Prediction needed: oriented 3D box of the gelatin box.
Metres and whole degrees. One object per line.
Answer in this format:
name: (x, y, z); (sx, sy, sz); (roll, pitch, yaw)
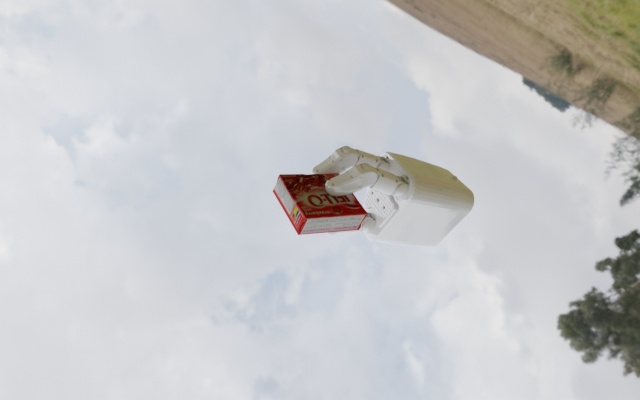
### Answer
gelatin box: (0.000, 0.002, 0.551); (0.089, 0.030, 0.073); (-3, 44, -34)
